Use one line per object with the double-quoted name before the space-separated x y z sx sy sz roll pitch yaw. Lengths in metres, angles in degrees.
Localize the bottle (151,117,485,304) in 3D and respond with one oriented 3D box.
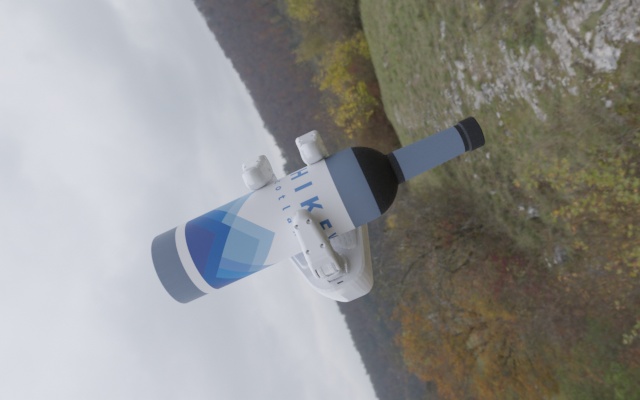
"bottle" 0.000 0.001 0.418 0.296 0.069 0.069 -24 -2 5
